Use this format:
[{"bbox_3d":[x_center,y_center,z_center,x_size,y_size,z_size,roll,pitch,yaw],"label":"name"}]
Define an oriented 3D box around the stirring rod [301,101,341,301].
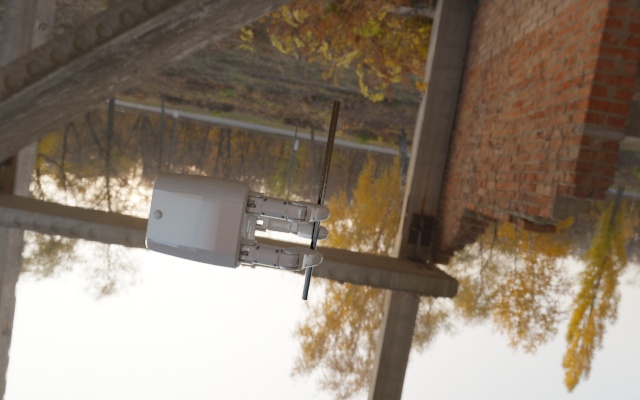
[{"bbox_3d":[0.000,0.002,0.570,0.011,0.239,0.011,9,5,-1],"label":"stirring rod"}]
